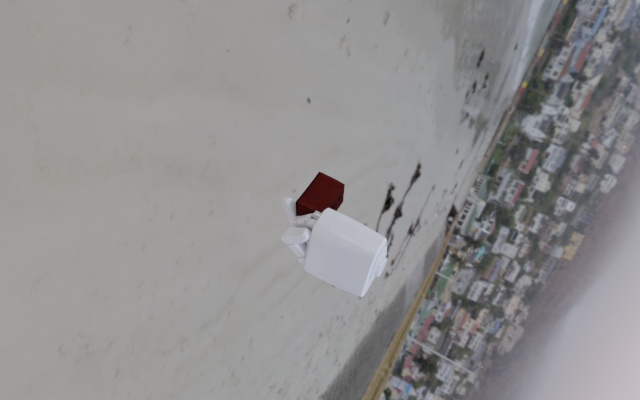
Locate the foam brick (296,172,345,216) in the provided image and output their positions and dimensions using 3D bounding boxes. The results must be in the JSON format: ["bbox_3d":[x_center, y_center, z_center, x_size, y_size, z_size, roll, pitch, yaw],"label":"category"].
[{"bbox_3d":[0.000,0.002,0.799,0.051,0.078,0.053,25,-33,17],"label":"foam brick"}]
